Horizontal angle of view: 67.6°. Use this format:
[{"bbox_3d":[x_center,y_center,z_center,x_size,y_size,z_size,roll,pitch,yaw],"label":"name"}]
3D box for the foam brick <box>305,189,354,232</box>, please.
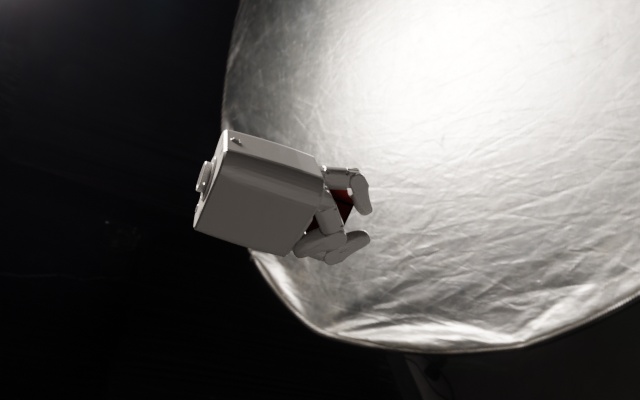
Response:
[{"bbox_3d":[0.000,0.002,0.575,0.051,0.053,0.078,17,22,-18],"label":"foam brick"}]
